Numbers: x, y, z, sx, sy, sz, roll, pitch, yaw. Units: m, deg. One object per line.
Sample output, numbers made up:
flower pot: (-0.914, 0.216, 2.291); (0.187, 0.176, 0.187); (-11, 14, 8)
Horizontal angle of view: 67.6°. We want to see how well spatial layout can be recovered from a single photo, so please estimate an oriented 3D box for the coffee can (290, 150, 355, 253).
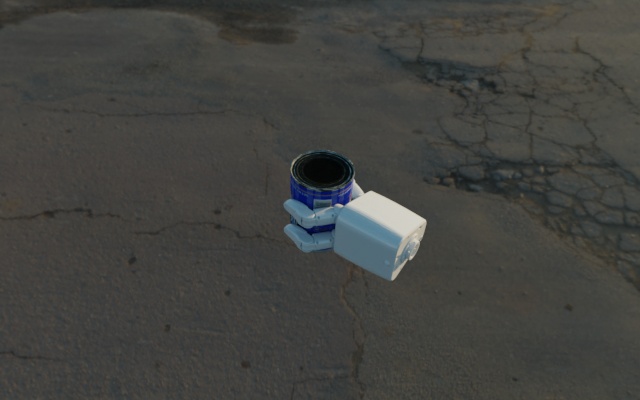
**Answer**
coffee can: (0.000, 0.003, 0.794); (0.103, 0.140, 0.102); (2, 42, -2)
